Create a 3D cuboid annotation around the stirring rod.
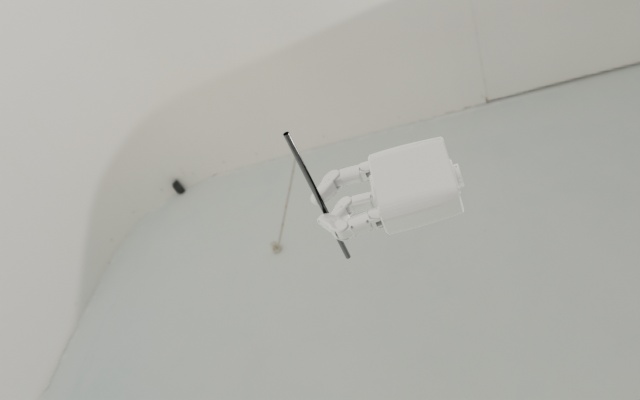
[{"bbox_3d":[0.000,0.002,0.665,0.011,0.240,0.011,-16,39,13],"label":"stirring rod"}]
